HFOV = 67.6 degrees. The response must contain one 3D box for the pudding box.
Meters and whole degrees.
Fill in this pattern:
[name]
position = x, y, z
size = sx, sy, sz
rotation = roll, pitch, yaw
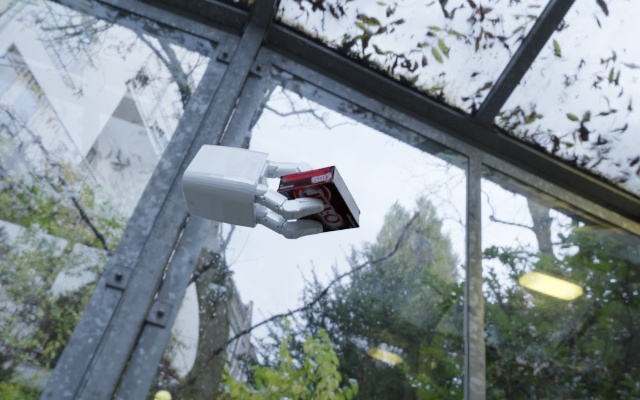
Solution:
[pudding box]
position = 0.000, 0.002, 0.713
size = 0.090, 0.039, 0.114
rotation = -9, -40, 24
